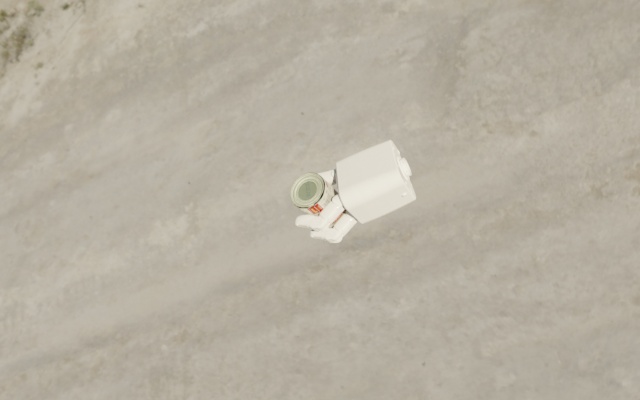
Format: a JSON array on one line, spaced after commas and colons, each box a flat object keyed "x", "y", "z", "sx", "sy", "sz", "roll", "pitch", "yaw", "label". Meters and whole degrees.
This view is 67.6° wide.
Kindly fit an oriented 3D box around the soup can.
[{"x": 0.000, "y": 0.003, "z": 0.836, "sx": 0.068, "sy": 0.068, "sz": 0.102, "roll": 0, "pitch": -24, "yaw": 30, "label": "soup can"}]
